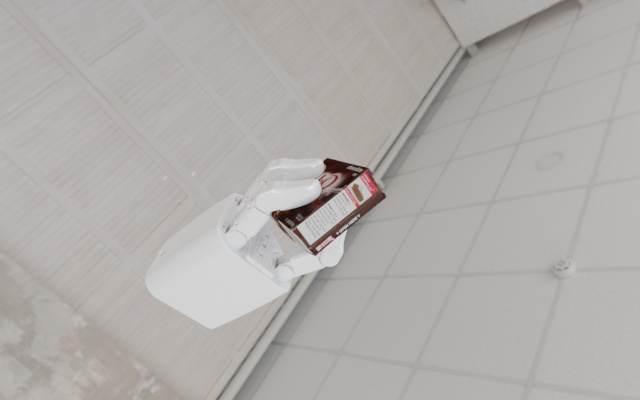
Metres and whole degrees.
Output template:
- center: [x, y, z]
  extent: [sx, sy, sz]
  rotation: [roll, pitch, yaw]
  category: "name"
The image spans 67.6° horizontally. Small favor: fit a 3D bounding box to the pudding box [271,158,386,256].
- center: [0.000, 0.002, 0.469]
  extent: [0.090, 0.039, 0.113]
  rotation: [-40, 22, -9]
  category: "pudding box"
